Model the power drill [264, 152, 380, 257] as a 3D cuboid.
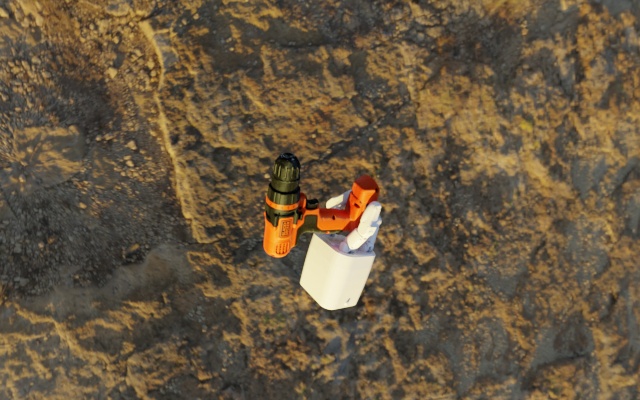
[{"bbox_3d":[0.001,0.003,0.781,0.187,0.184,0.057,-5,36,-23],"label":"power drill"}]
